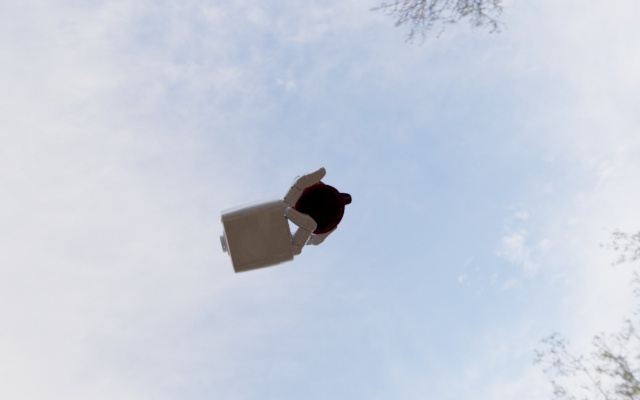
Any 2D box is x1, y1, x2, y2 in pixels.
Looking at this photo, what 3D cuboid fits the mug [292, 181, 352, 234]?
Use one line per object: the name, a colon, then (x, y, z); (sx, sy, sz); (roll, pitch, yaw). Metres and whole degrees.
mug: (0.001, 0.002, 0.882); (0.117, 0.093, 0.081); (-14, 19, -13)
